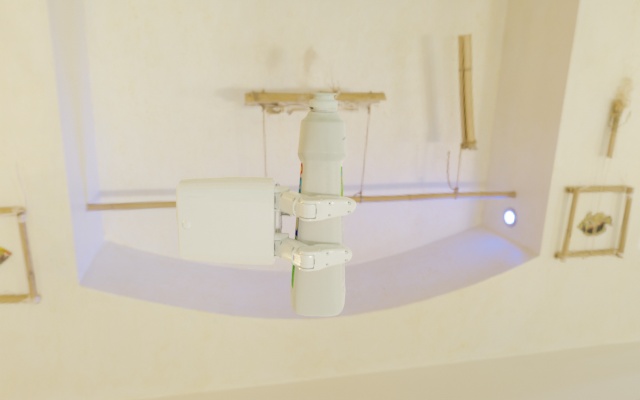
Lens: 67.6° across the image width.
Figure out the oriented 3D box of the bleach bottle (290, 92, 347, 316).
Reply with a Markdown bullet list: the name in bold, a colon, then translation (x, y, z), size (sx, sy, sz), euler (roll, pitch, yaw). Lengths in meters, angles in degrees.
- **bleach bottle**: translation (0.000, 0.002, 0.560), size (0.068, 0.251, 0.102), euler (2, 15, -1)
